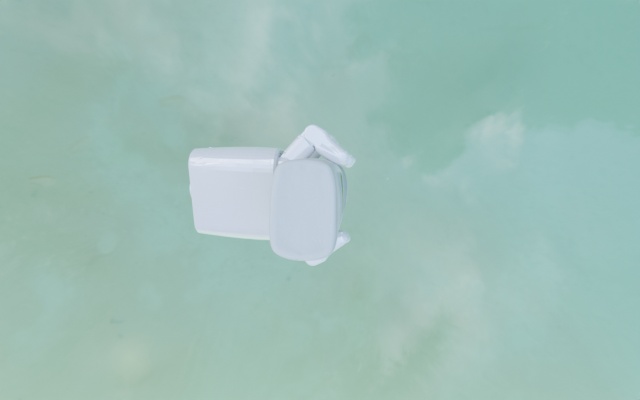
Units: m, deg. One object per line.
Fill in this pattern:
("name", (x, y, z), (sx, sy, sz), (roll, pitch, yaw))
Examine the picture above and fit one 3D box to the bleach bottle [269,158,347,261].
("bleach bottle", (0.000, 0.002, 0.578), (0.068, 0.102, 0.251), (2, 3, 8))
